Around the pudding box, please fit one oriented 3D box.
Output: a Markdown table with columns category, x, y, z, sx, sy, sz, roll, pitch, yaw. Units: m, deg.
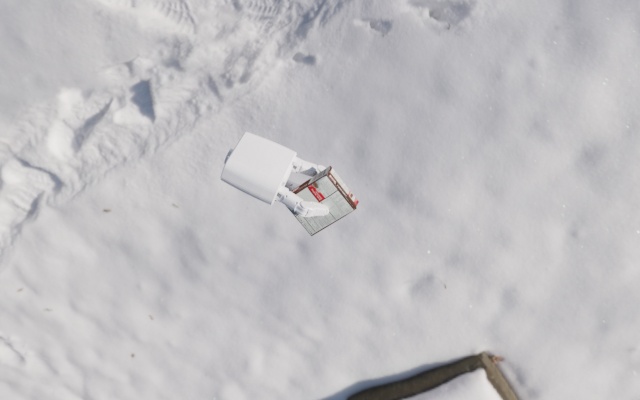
| category | x | y | z | sx | sy | sz | roll | pitch | yaw |
| --- | --- | --- | --- | --- | --- | --- | --- | --- | --- |
| pudding box | 0.000 | 0.003 | 0.892 | 0.113 | 0.090 | 0.039 | -31 | 17 | 28 |
